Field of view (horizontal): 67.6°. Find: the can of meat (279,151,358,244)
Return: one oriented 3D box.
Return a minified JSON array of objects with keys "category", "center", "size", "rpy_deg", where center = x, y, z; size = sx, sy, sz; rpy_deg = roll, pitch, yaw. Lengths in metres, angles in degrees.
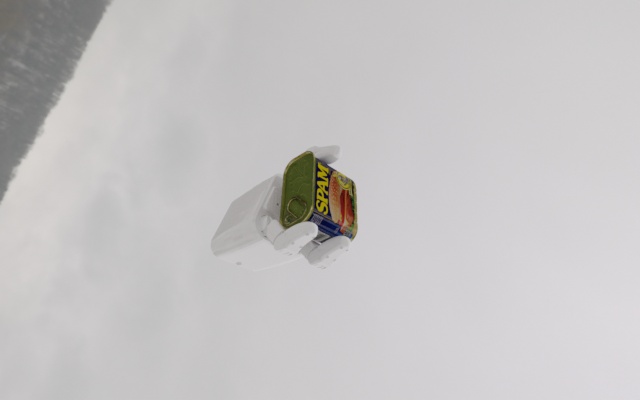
[{"category":"can of meat","center":[0.000,0.002,0.603],"size":[0.057,0.102,0.084],"rpy_deg":[-27,-41,38]}]
